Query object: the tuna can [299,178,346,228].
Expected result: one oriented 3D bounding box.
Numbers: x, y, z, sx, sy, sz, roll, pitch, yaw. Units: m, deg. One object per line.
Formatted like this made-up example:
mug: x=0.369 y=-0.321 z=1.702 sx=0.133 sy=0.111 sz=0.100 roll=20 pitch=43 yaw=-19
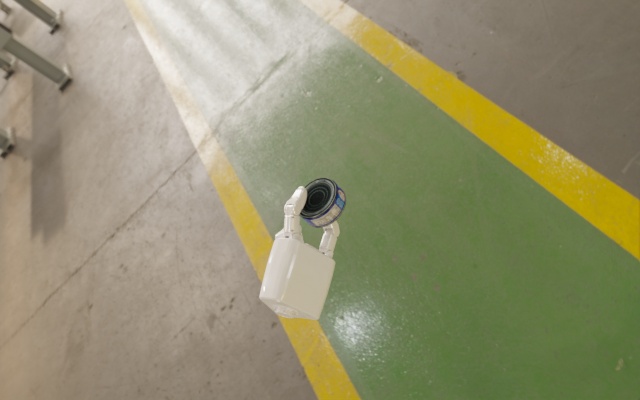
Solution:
tuna can: x=0.000 y=0.002 z=0.836 sx=0.086 sy=0.086 sz=0.034 roll=0 pitch=-31 yaw=37
